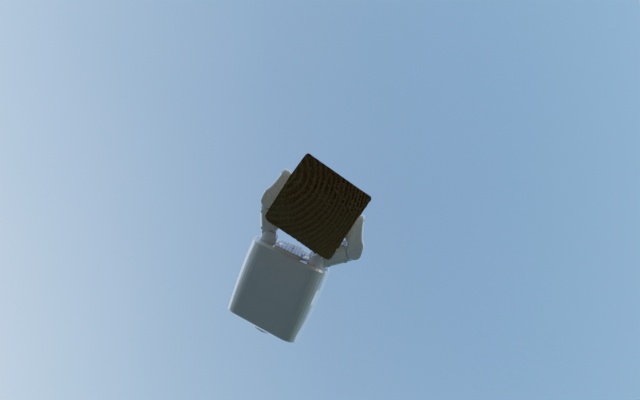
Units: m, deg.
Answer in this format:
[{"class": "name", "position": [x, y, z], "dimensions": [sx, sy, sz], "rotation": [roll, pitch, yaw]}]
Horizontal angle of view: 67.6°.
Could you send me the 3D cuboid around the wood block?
[{"class": "wood block", "position": [0.000, 0.002, 0.630], "dimensions": [0.091, 0.090, 0.206], "rotation": [34, 3, -1]}]
